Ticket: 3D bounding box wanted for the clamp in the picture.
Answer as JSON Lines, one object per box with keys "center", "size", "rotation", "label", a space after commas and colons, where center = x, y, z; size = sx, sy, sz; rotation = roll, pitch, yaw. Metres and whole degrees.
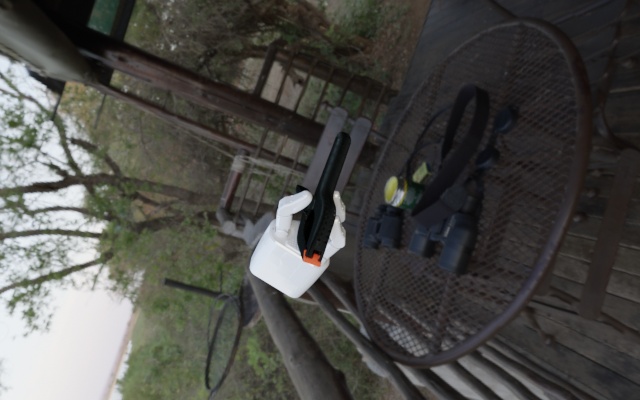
{"center": [-0.001, 0.003, 0.738], "size": [0.036, 0.209, 0.165], "rotation": [21, -48, -18], "label": "clamp"}
